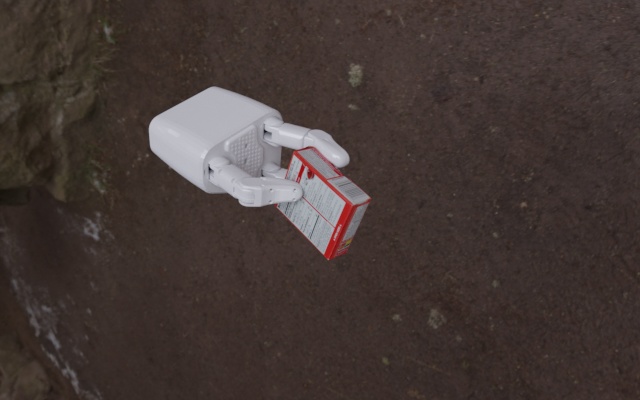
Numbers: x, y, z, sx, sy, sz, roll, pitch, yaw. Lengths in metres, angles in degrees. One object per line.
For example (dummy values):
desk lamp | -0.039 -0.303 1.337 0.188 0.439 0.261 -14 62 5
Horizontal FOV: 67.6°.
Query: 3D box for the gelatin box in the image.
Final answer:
gelatin box | 0.000 0.002 0.468 0.030 0.073 0.089 -19 52 -41
